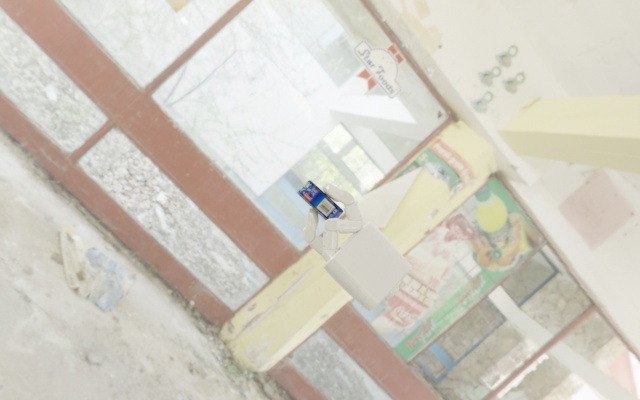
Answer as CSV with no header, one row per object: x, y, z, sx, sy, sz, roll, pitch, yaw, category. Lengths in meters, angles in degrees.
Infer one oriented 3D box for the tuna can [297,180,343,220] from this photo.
0.000,0.002,0.848,0.086,0.034,0.086,43,0,0,tuna can
